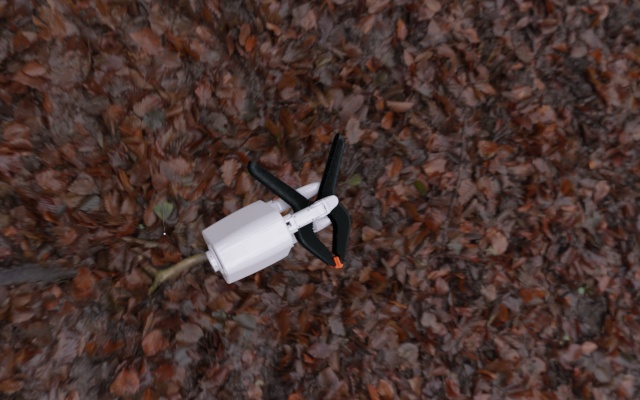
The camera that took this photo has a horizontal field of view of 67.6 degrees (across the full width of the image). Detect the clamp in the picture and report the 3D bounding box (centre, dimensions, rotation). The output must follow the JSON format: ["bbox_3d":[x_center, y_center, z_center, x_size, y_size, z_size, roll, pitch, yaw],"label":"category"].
[{"bbox_3d":[0.000,0.003,0.754,0.164,0.210,0.036,-27,5,-17],"label":"clamp"}]
